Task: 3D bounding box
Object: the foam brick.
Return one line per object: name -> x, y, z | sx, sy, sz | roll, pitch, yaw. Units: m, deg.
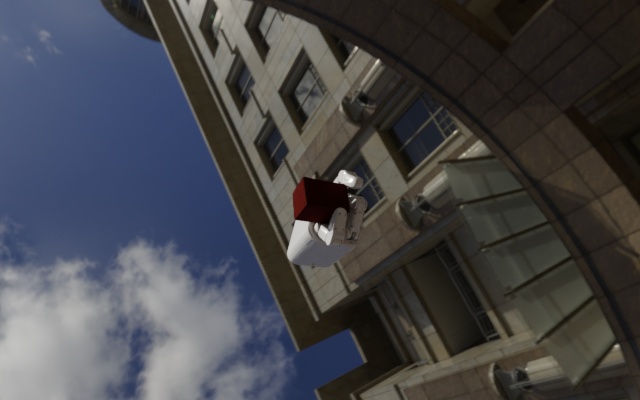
foam brick -> 0.000, 0.002, 0.758 | 0.078, 0.053, 0.051 | 10, -34, -24
